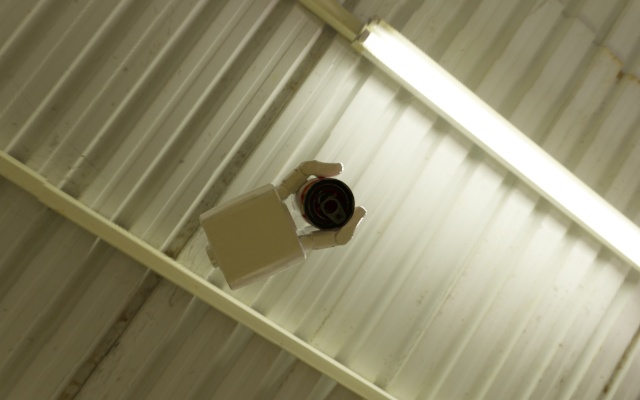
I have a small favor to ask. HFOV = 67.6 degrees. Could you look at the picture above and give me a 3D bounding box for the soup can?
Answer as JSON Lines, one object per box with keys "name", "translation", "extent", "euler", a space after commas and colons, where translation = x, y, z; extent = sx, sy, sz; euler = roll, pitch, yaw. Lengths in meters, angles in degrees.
{"name": "soup can", "translation": [0.000, 0.002, 0.650], "extent": [0.068, 0.068, 0.102], "euler": [0, 4, -13]}
